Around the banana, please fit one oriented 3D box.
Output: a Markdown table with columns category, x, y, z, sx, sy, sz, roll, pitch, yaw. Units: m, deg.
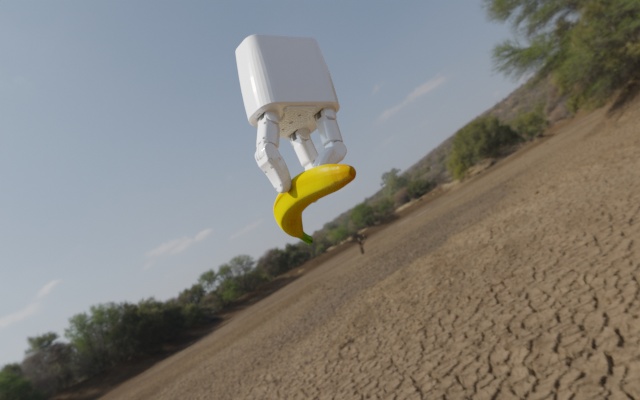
| category | x | y | z | sx | sy | sz | roll | pitch | yaw |
| --- | --- | --- | --- | --- | --- | --- | --- | --- | --- |
| banana | -0.019 | 0.001 | 0.588 | 0.069 | 0.037 | 0.198 | 9 | -27 | -13 |
